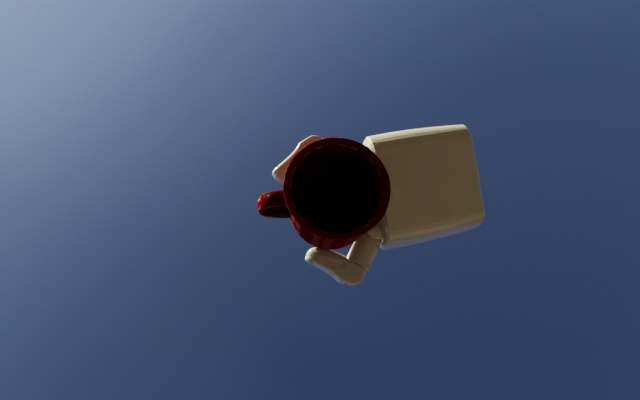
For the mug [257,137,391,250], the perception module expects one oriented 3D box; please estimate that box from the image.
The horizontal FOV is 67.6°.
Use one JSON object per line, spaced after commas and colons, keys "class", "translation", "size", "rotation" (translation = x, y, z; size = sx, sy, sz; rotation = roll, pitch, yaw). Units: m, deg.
{"class": "mug", "translation": [-0.001, 0.002, 0.446], "size": [0.117, 0.093, 0.081], "rotation": [-9, -16, -7]}
